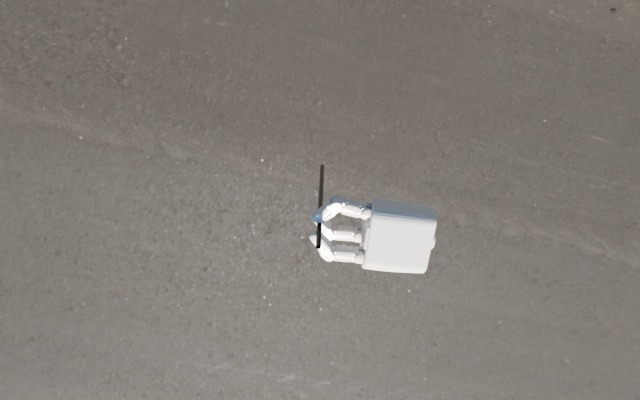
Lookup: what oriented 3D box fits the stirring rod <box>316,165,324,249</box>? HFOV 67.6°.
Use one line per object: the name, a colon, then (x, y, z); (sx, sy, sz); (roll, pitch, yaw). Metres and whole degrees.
stirring rod: (0.000, 0.003, 0.827); (0.011, 0.011, 0.239); (0, 35, 2)
